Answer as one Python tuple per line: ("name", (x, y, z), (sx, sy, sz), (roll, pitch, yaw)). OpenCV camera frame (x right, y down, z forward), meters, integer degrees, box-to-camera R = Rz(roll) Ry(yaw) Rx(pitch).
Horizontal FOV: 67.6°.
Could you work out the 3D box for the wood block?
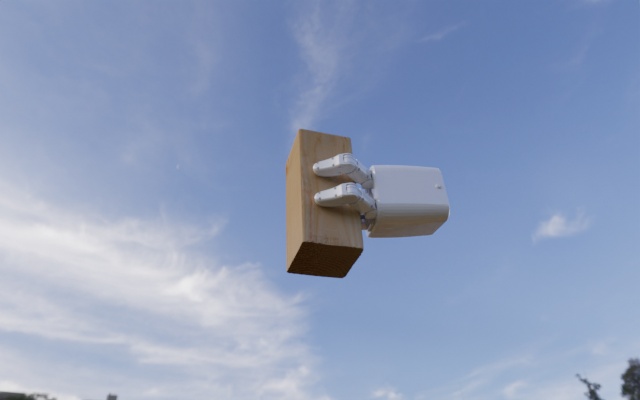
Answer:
("wood block", (0.000, 0.002, 0.722), (0.090, 0.206, 0.091), (8, -38, -15))
